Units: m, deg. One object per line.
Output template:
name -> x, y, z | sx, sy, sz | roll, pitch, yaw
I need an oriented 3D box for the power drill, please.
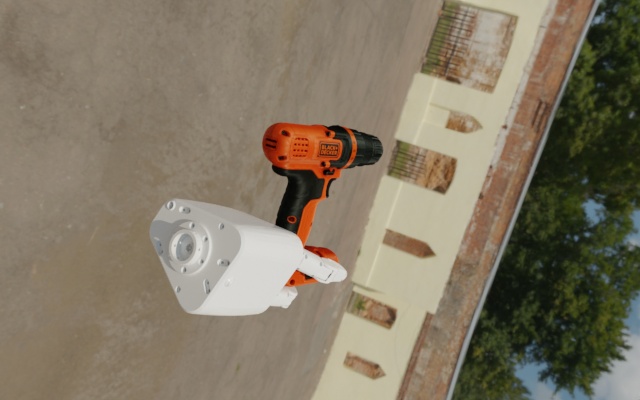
power drill -> 0.000, 0.002, 0.577 | 0.184, 0.188, 0.057 | -2, 14, -44
